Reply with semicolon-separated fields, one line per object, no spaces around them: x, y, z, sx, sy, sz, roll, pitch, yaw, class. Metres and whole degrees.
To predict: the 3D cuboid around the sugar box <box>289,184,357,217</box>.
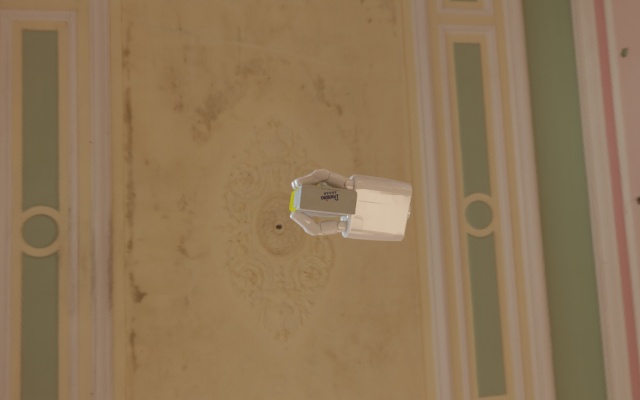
0.000;0.002;0.835;0.093;0.048;0.176;7;-6;-9;sugar box
